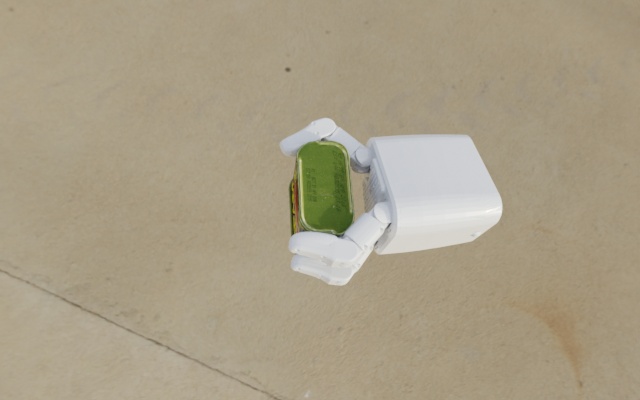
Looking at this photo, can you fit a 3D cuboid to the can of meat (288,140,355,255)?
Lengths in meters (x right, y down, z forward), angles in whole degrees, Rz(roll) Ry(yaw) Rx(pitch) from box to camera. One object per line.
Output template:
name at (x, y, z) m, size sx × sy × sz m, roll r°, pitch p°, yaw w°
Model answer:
can of meat at (0.000, 0.001, 0.479) m, size 0.057 × 0.102 × 0.084 m, roll -1°, pitch -22°, yaw -8°
